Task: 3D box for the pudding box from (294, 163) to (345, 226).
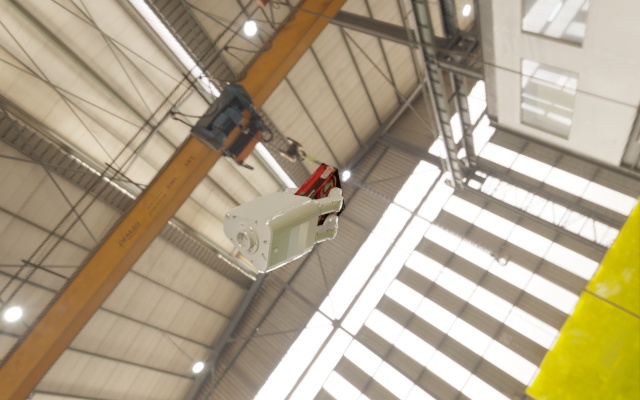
[{"bbox_3d":[0.000,0.003,0.852,0.039,0.090,0.114,26,-30,27],"label":"pudding box"}]
